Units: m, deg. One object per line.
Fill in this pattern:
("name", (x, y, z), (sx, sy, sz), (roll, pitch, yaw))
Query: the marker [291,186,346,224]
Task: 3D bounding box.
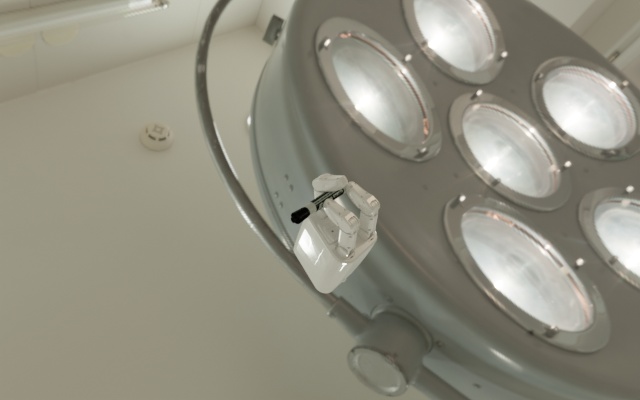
("marker", (0.000, 0.002, 0.709), (0.020, 0.020, 0.121), (0, 25, 46))
